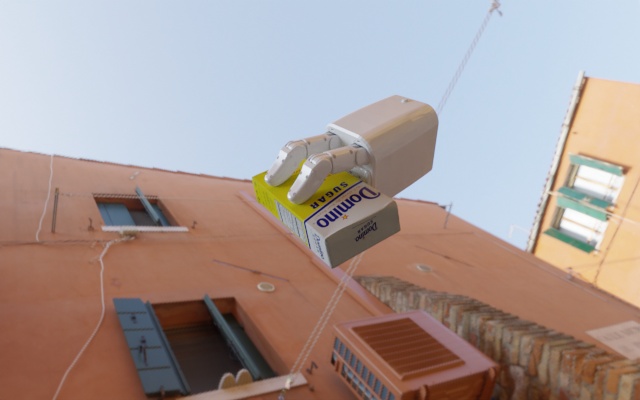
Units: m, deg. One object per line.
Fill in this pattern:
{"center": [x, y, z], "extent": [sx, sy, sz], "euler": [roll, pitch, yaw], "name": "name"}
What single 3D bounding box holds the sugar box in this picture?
{"center": [0.000, 0.001, 0.550], "extent": [0.093, 0.048, 0.176], "euler": [-27, 33, -22], "name": "sugar box"}
